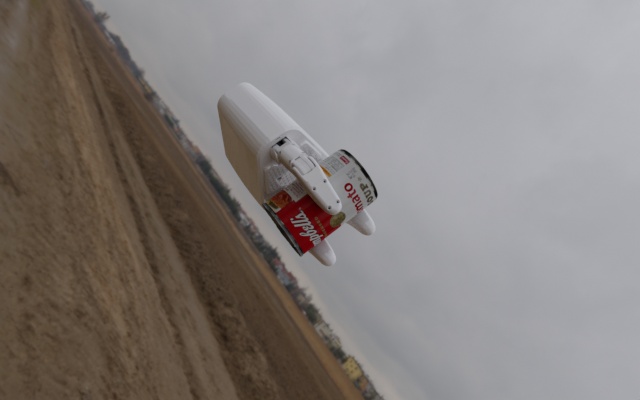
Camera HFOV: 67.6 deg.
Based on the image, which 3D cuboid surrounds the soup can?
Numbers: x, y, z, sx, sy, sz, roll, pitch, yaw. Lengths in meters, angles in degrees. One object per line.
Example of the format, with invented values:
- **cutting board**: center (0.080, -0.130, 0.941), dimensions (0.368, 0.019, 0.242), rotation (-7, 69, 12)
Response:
- **soup can**: center (0.001, 0.002, 0.499), dimensions (0.102, 0.068, 0.068), rotation (-36, 7, -9)
